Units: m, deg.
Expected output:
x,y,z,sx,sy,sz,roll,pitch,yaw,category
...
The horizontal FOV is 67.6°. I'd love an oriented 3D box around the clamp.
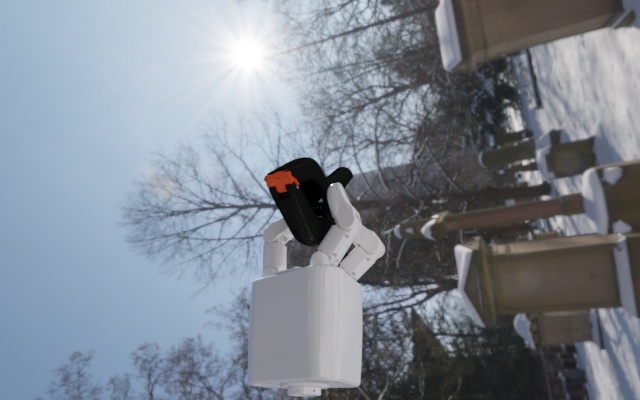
x,y,z,sx,sy,sz,roll,pitch,yaw,category
-0.001,0.002,0.535,0.036,0.164,0.210,-10,-28,20,clamp
